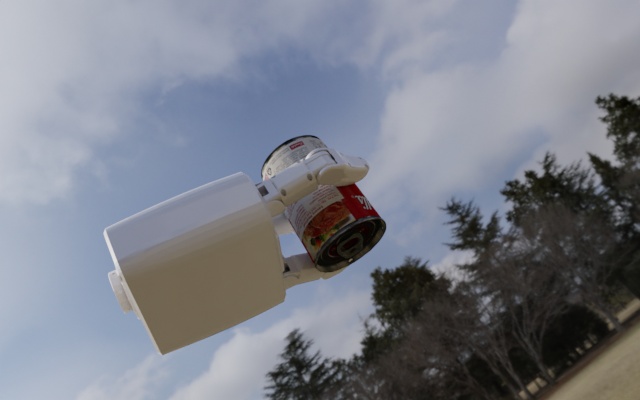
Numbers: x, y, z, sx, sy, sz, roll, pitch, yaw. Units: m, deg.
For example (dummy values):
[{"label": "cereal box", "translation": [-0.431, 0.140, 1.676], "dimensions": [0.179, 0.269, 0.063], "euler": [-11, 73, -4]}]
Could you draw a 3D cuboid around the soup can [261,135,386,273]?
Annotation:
[{"label": "soup can", "translation": [0.000, 0.001, 0.411], "dimensions": [0.068, 0.102, 0.069], "euler": [-26, -30, -16]}]
